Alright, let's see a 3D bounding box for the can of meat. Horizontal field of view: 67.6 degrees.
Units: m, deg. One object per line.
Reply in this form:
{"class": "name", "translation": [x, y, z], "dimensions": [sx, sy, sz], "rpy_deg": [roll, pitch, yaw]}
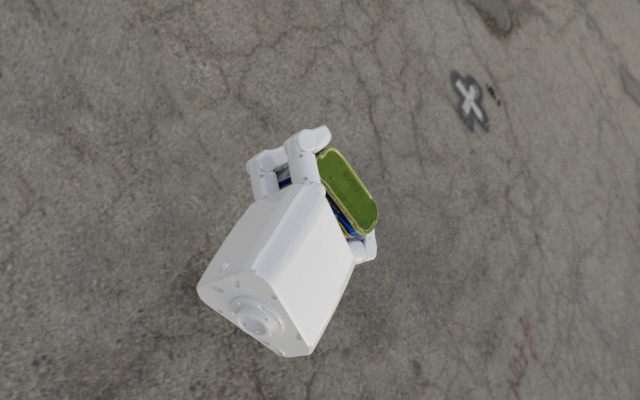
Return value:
{"class": "can of meat", "translation": [0.000, 0.002, 0.503], "dimensions": [0.084, 0.102, 0.057], "rpy_deg": [-23, 22, 40]}
